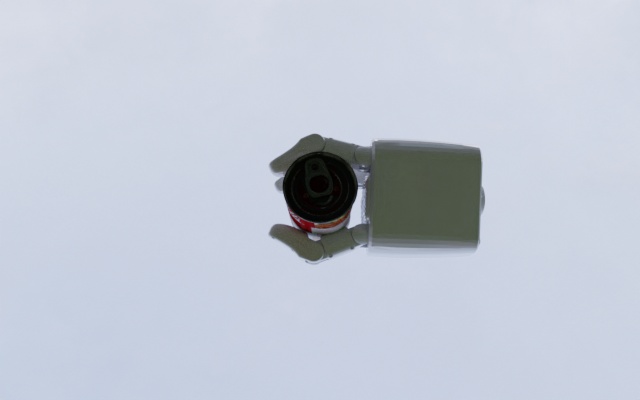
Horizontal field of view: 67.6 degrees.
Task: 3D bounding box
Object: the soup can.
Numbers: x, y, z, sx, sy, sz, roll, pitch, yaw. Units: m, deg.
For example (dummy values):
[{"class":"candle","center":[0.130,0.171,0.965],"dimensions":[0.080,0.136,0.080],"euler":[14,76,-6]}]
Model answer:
[{"class":"soup can","center":[0.000,0.002,0.474],"dimensions":[0.068,0.068,0.102],"euler":[0,-16,0]}]
